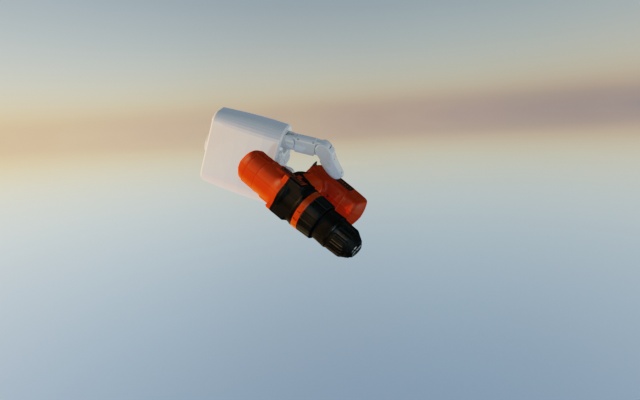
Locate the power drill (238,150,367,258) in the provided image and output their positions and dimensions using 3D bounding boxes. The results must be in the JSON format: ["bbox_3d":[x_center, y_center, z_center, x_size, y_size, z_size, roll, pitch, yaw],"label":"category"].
[{"bbox_3d":[0.000,0.002,0.637,0.184,0.057,0.187,40,13,16],"label":"power drill"}]
